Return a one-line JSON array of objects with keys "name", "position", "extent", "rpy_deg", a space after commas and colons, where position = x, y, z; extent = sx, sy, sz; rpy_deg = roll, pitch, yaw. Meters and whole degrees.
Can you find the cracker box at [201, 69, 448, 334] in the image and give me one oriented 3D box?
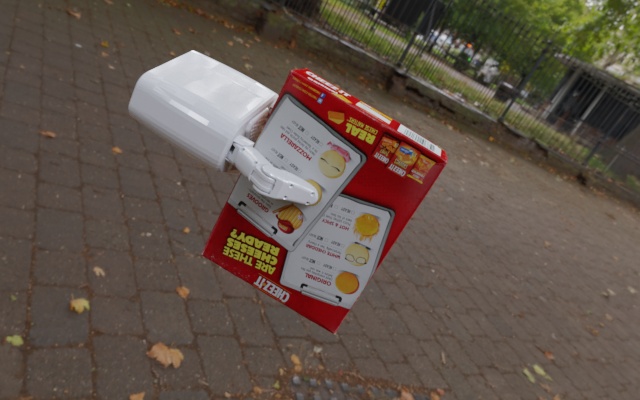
[{"name": "cracker box", "position": [0.000, 0.001, 0.484], "extent": [0.164, 0.214, 0.072], "rpy_deg": [31, 21, 3]}]
